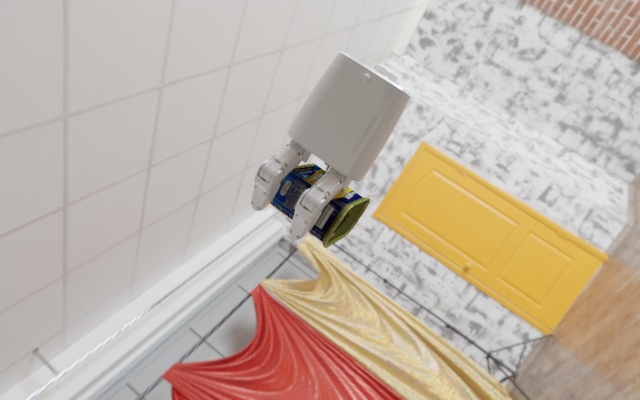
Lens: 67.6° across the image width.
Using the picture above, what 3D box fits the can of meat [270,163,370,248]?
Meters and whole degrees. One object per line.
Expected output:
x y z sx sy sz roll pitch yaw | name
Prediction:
0.000 0.002 0.554 0.084 0.057 0.102 36 18 13 | can of meat
